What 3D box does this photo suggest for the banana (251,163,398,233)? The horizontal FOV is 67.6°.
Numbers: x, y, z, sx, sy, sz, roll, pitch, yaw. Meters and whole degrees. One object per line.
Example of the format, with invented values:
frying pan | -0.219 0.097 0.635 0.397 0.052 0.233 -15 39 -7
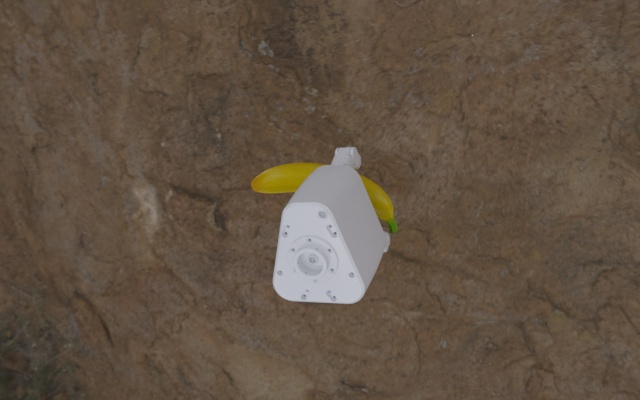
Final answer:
banana | 0.007 -0.013 0.594 0.198 0.070 0.037 18 28 8
